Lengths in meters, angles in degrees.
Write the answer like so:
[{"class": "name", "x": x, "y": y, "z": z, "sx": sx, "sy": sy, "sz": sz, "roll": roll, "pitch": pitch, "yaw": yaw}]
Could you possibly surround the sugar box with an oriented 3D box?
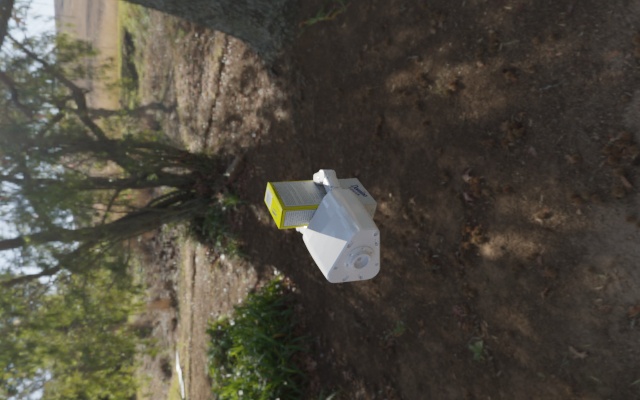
[{"class": "sugar box", "x": 0.000, "y": 0.003, "z": 0.836, "sx": 0.176, "sy": 0.048, "sz": 0.093, "roll": -1, "pitch": 33, "yaw": -24}]
